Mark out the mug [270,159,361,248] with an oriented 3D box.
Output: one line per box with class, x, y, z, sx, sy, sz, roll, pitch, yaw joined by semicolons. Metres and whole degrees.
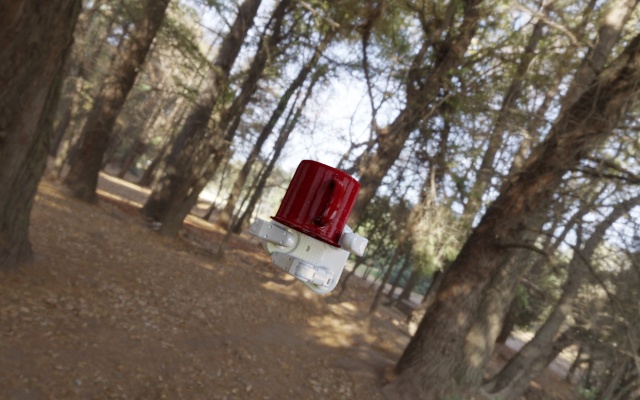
mug;0.000;0.002;0.563;0.093;0.081;0.117;25;-7;-12
